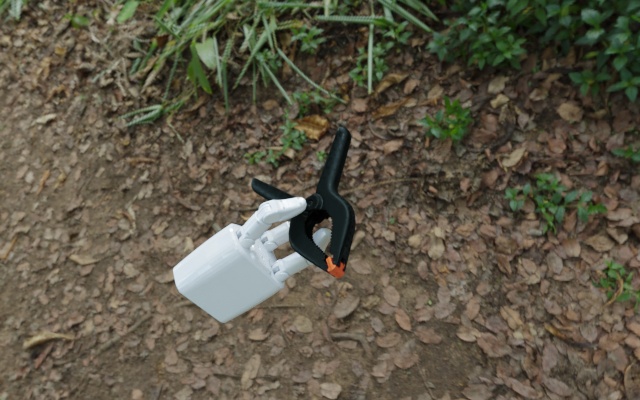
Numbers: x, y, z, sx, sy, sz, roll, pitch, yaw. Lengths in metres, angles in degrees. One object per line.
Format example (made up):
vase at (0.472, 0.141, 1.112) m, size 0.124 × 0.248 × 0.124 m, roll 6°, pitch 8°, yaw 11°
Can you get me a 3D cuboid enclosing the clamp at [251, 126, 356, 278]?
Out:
clamp at (0.000, 0.002, 0.634) m, size 0.164 × 0.209 × 0.036 m, roll -35°, pitch -39°, yaw 11°
